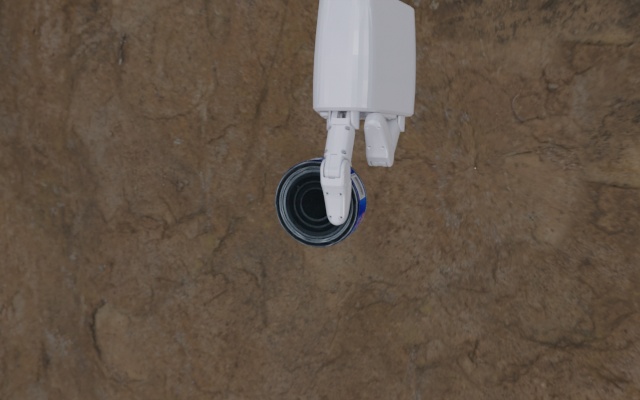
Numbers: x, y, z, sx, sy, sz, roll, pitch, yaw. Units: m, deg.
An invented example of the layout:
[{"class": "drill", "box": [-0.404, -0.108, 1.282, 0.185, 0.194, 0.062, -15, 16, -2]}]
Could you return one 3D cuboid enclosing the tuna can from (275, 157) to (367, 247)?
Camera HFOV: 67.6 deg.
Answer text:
[{"class": "tuna can", "box": [0.000, 0.002, 0.463, 0.086, 0.086, 0.033, 0, 9, 18]}]
